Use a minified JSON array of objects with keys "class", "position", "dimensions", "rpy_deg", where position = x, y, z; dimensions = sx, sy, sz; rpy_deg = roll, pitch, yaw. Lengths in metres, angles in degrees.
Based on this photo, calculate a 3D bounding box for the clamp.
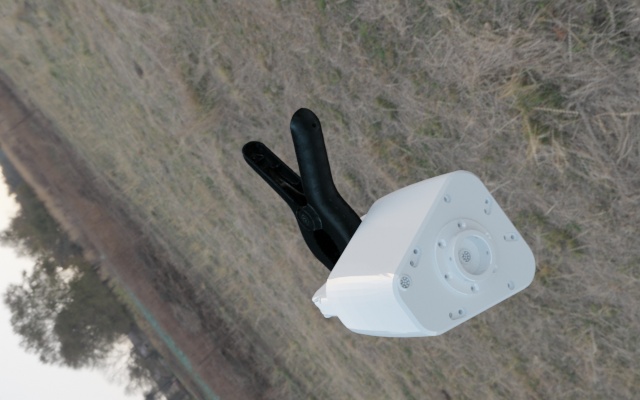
[{"class":"clamp","position":[0.000,0.002,0.416],"dimensions":[0.039,0.171,0.120],"rpy_deg":[-38,3,-24]}]
